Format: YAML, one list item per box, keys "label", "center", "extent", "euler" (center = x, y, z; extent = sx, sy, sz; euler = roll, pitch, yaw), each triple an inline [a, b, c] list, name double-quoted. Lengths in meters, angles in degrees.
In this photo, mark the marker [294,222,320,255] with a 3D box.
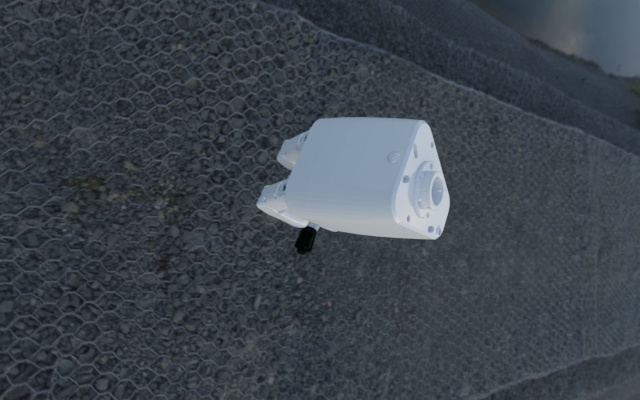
- label: "marker"
  center: [0.000, 0.002, 0.511]
  extent: [0.020, 0.121, 0.020]
  euler: [18, -21, 7]
